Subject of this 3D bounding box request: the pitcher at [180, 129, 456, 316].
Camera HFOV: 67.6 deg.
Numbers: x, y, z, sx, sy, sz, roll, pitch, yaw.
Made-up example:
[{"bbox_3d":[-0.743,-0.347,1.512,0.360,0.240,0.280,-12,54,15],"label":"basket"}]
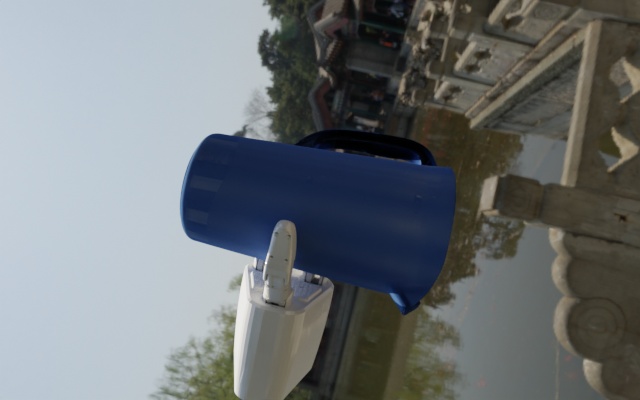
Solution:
[{"bbox_3d":[0.000,0.002,0.468,0.243,0.145,0.149,12,14,3],"label":"pitcher"}]
